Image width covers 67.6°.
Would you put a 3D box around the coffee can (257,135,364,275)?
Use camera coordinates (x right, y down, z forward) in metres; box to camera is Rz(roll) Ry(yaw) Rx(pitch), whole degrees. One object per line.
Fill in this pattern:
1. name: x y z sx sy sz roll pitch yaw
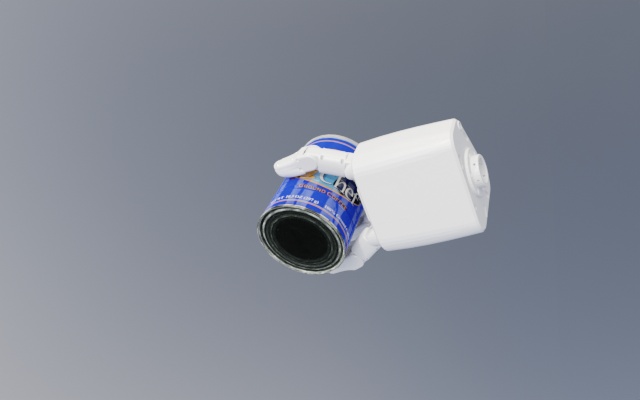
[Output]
1. coffee can: 0.000 0.002 0.567 0.103 0.103 0.140 0 39 24
